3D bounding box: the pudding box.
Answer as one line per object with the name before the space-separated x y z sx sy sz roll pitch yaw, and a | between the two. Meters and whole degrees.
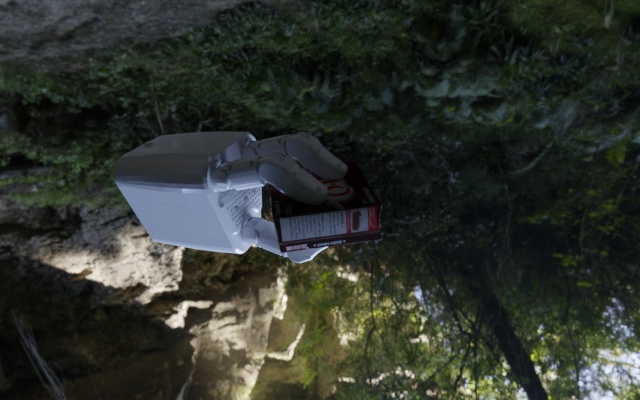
pudding box | 0.000 0.002 0.437 0.090 0.039 0.113 -8 26 -5
